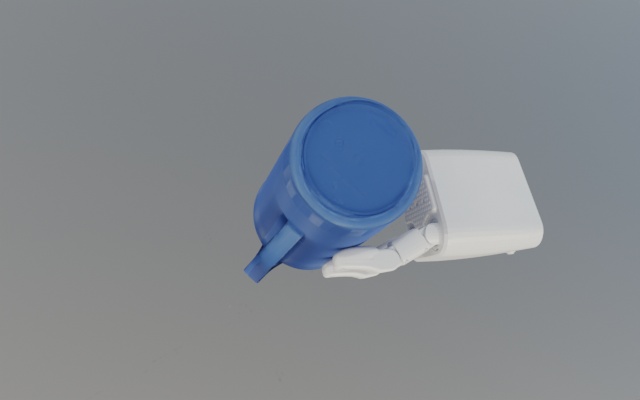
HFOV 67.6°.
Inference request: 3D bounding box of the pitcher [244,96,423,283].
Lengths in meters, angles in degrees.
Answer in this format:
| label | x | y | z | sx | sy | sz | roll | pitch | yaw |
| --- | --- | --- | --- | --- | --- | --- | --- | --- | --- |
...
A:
| label | x | y | z | sx | sy | sz | roll | pitch | yaw |
| --- | --- | --- | --- | --- | --- | --- | --- | --- | --- |
| pitcher | 0.000 | 0.001 | 0.472 | 0.145 | 0.149 | 0.243 | 1 | -12 | -11 |
